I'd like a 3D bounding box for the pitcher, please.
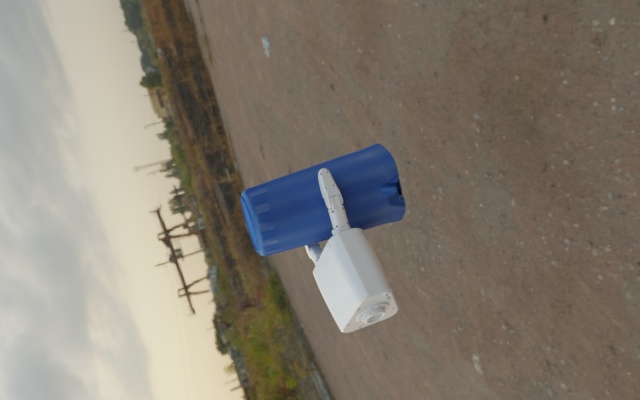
[{"bbox_3d":[0.000,0.003,0.772,0.243,0.145,0.149,-17,-33,-14],"label":"pitcher"}]
